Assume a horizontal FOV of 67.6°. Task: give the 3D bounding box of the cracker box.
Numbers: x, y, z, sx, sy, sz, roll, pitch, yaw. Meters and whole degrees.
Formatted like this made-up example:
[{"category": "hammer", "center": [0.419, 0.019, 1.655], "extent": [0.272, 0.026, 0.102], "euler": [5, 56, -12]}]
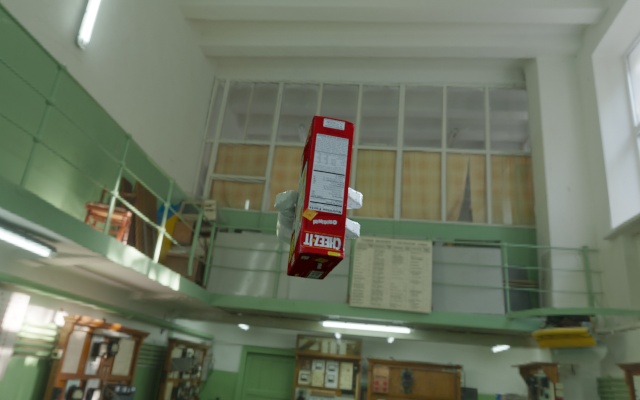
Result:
[{"category": "cracker box", "center": [0.000, 0.002, 0.745], "extent": [0.072, 0.213, 0.164], "euler": [8, -20, -7]}]
